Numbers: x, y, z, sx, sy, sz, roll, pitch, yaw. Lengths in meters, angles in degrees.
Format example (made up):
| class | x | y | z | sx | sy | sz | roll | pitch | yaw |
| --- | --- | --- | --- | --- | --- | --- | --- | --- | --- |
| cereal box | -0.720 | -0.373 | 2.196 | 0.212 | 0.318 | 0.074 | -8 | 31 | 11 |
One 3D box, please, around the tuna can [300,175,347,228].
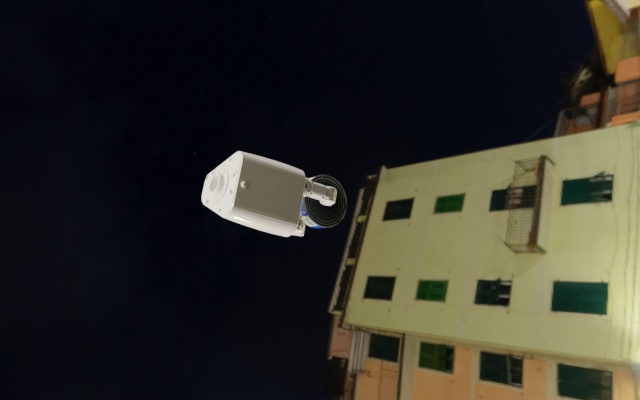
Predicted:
| class | x | y | z | sx | sy | sz | roll | pitch | yaw |
| --- | --- | --- | --- | --- | --- | --- | --- | --- | --- |
| tuna can | 0.000 | 0.003 | 0.780 | 0.086 | 0.086 | 0.034 | 0 | -7 | -36 |
